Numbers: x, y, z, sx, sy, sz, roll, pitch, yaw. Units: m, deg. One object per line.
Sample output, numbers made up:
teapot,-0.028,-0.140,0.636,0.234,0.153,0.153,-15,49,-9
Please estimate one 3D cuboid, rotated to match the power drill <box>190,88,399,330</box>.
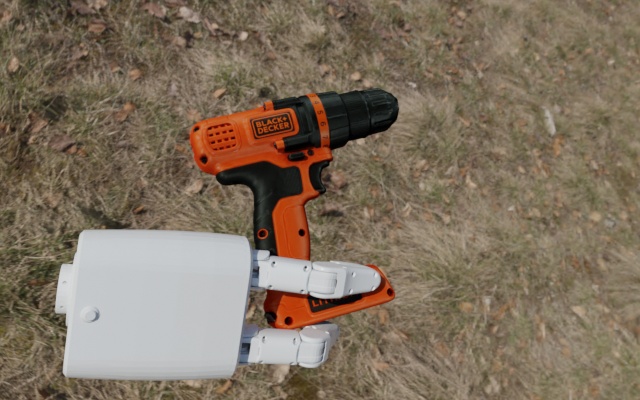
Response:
power drill,0.000,0.002,0.403,0.184,0.187,0.057,-14,-9,-11
